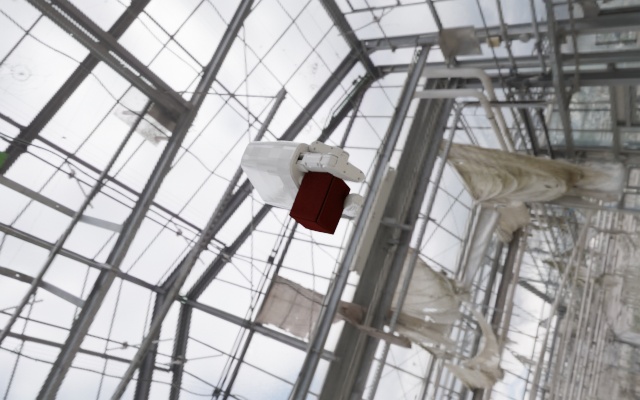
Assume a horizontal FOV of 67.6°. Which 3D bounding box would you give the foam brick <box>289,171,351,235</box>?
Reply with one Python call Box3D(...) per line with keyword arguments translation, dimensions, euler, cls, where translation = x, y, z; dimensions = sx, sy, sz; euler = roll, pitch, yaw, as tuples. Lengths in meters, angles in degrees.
Box3D(translation=(0.000, 0.002, 0.677), dimensions=(0.051, 0.078, 0.053), euler=(9, -21, 34), cls="foam brick")
